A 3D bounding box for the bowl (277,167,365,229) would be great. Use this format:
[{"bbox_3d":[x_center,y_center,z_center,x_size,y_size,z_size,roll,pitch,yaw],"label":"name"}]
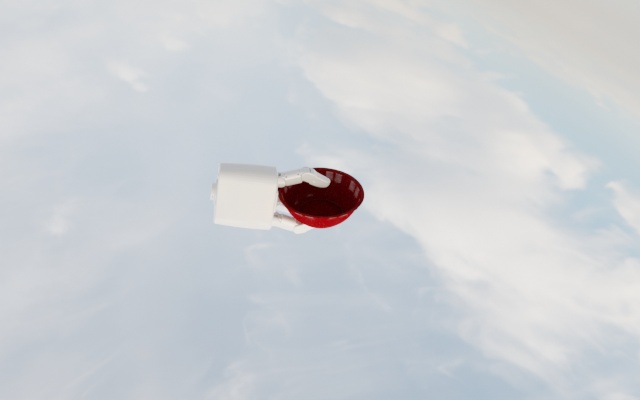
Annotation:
[{"bbox_3d":[0.001,0.003,0.899,0.162,0.055,0.162,1,37,-1],"label":"bowl"}]
